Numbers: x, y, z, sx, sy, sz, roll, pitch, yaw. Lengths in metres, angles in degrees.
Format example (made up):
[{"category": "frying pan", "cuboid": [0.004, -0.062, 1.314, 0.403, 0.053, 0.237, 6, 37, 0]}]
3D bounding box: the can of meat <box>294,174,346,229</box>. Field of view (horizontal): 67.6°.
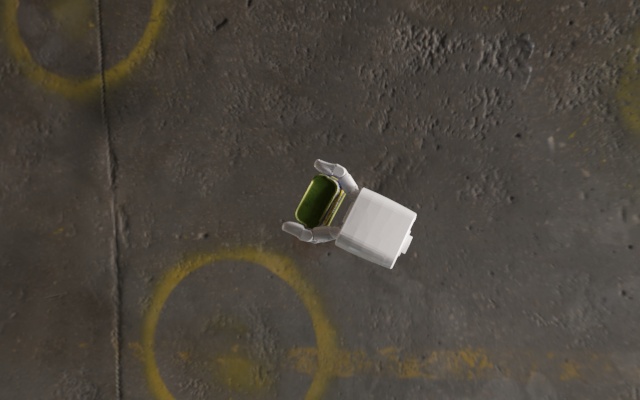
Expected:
[{"category": "can of meat", "cuboid": [0.000, 0.003, 0.867, 0.057, 0.102, 0.084, 29, 4, 10]}]
